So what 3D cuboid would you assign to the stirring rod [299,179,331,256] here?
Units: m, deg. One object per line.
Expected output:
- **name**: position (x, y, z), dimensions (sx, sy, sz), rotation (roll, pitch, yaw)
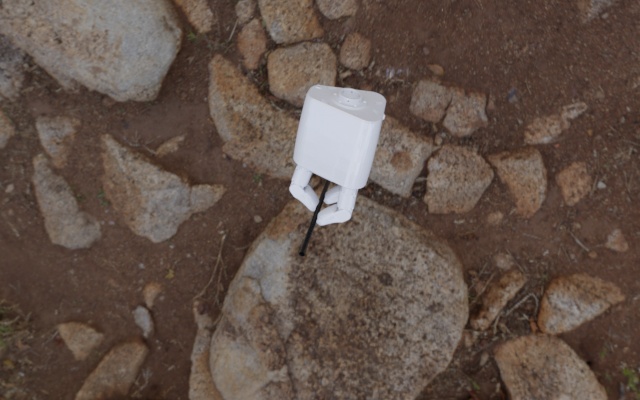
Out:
- **stirring rod**: position (0.000, 0.002, 0.742), dimensions (0.011, 0.011, 0.239), rotation (0, 36, 15)
